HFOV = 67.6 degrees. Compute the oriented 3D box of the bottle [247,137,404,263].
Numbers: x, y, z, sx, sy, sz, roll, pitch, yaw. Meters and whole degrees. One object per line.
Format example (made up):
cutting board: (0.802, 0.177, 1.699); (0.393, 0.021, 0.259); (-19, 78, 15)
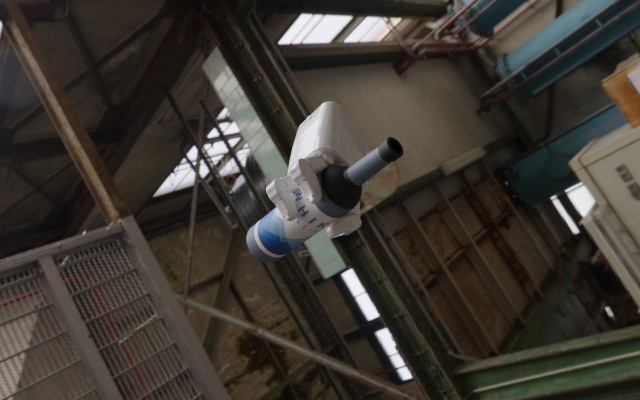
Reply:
bottle: (0.000, 0.002, 0.662); (0.069, 0.069, 0.296); (0, -27, -43)
